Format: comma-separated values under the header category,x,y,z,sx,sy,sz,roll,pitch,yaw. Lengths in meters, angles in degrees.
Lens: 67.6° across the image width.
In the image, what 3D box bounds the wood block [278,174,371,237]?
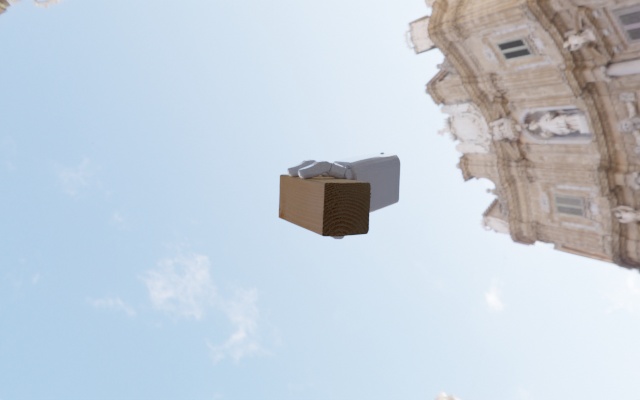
category,x,y,z,sx,sy,sz,roll,pitch,yaw
wood block,0.000,0.003,0.878,0.090,0.091,0.206,-1,7,-25
